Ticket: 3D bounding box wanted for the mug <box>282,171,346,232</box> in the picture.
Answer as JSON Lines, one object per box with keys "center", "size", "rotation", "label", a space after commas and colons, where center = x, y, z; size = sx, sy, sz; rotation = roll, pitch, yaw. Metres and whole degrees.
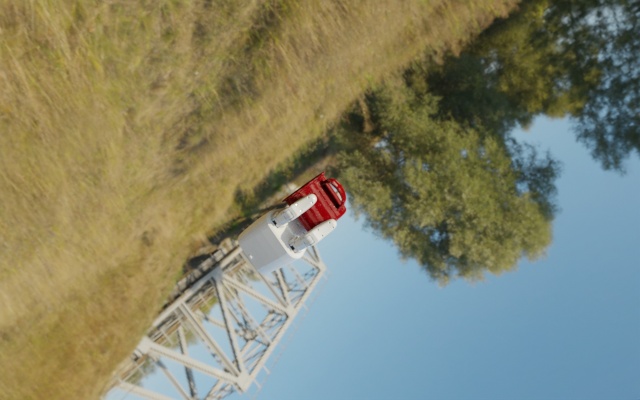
{"center": [0.001, 0.002, 0.840], "size": [0.117, 0.081, 0.093], "rotation": [-32, 5, 41], "label": "mug"}
